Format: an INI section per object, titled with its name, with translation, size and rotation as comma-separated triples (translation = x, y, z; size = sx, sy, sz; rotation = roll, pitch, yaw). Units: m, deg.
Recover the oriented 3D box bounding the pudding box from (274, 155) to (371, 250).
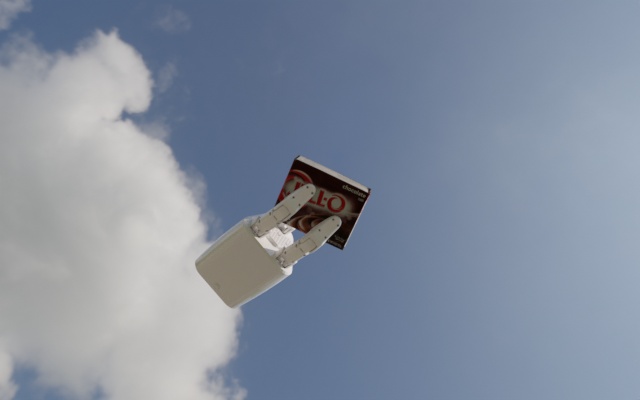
[pudding box]
translation = 0.000, 0.002, 0.652
size = 0.113, 0.090, 0.039
rotation = 24, 18, 0
